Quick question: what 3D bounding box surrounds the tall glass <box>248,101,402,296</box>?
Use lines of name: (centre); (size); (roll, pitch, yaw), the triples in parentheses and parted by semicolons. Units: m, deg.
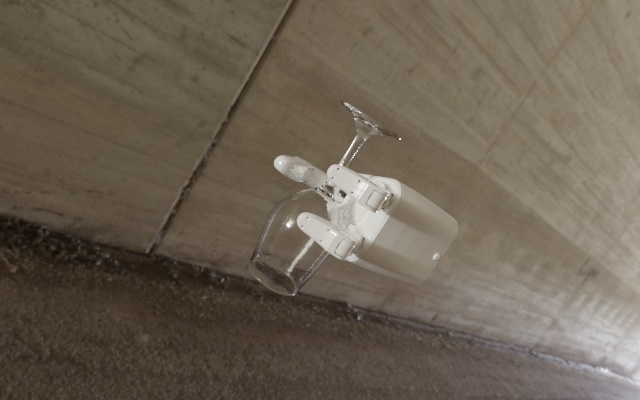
tall glass: (0.000, 0.001, 0.501); (0.079, 0.201, 0.079); (31, 10, -6)
